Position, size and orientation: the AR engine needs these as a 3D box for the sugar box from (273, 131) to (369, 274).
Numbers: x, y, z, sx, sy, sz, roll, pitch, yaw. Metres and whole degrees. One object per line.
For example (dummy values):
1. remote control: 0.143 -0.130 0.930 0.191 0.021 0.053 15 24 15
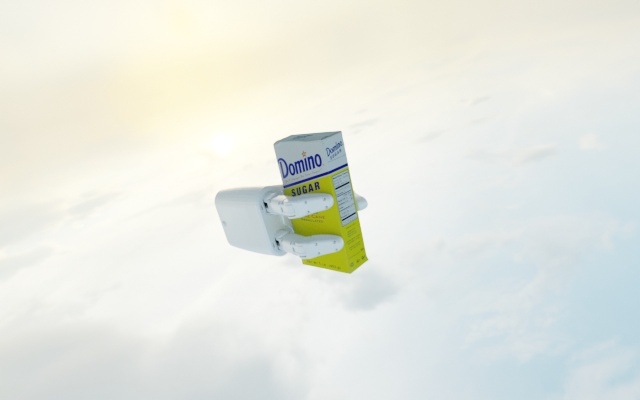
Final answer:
1. sugar box: 0.000 0.002 0.616 0.093 0.176 0.048 3 25 45
